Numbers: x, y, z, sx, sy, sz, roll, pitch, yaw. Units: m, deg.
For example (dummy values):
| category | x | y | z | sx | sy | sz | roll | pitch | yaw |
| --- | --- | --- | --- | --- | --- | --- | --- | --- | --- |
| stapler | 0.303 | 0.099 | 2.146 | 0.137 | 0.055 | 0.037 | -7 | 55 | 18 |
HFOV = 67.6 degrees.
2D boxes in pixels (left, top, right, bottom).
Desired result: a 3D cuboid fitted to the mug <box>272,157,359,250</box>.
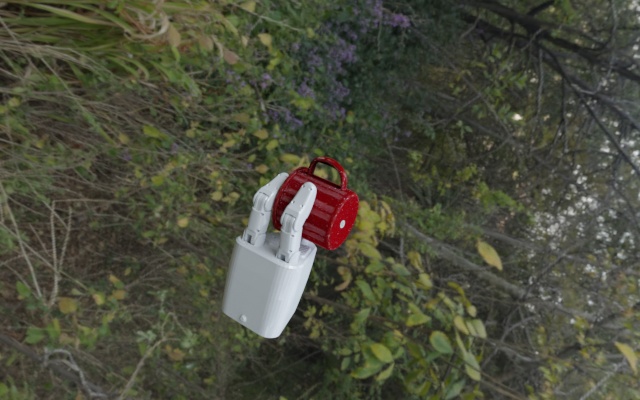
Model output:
| category | x | y | z | sx | sy | sz | roll | pitch | yaw |
| --- | --- | --- | --- | --- | --- | --- | --- | --- | --- |
| mug | 0.001 | 0.001 | 0.616 | 0.081 | 0.117 | 0.093 | 24 | 19 | 23 |
